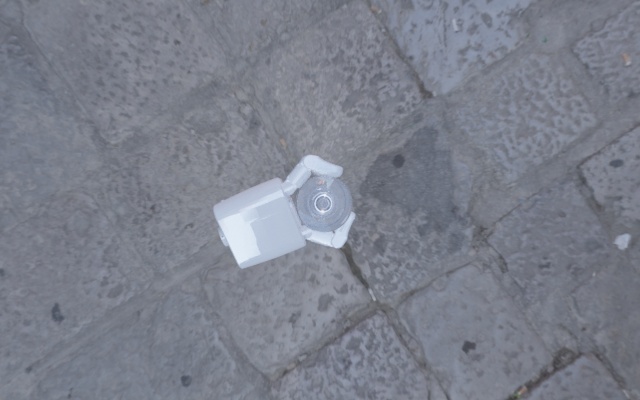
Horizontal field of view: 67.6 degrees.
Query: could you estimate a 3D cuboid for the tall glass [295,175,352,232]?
[{"bbox_3d":[0.000,0.002,0.716,0.079,0.079,0.201,0,1,-2],"label":"tall glass"}]
